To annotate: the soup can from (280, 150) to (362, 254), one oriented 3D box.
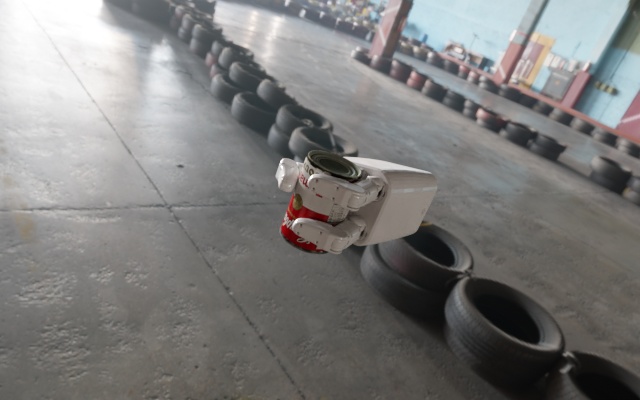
[{"bbox_3d":[0.000,0.002,0.553,0.068,0.102,0.068,18,24,-8],"label":"soup can"}]
